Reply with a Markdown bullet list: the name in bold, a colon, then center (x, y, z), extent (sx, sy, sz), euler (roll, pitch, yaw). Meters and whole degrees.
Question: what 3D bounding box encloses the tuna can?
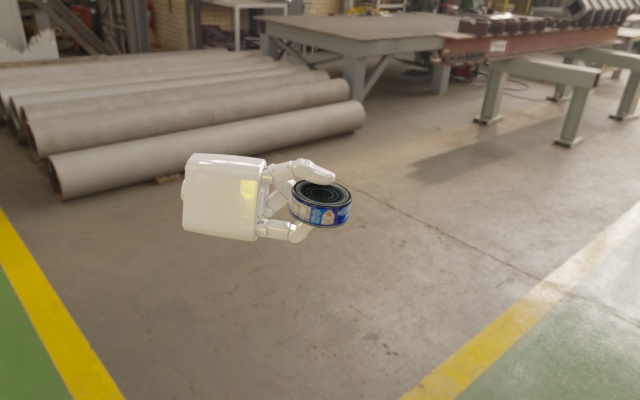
- **tuna can**: center (0.000, 0.002, 0.660), extent (0.086, 0.034, 0.086), euler (8, 27, -4)
